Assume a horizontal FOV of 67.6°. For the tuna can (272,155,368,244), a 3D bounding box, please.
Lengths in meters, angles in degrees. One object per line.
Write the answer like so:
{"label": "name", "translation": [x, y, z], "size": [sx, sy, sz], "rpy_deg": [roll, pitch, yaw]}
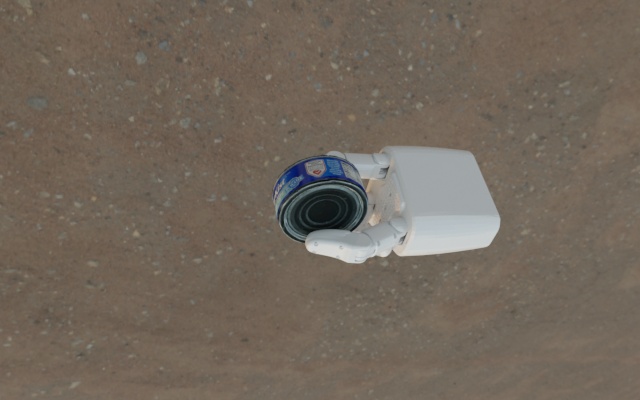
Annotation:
{"label": "tuna can", "translation": [0.000, 0.002, 0.440], "size": [0.086, 0.086, 0.033], "rpy_deg": [0, 44, -16]}
